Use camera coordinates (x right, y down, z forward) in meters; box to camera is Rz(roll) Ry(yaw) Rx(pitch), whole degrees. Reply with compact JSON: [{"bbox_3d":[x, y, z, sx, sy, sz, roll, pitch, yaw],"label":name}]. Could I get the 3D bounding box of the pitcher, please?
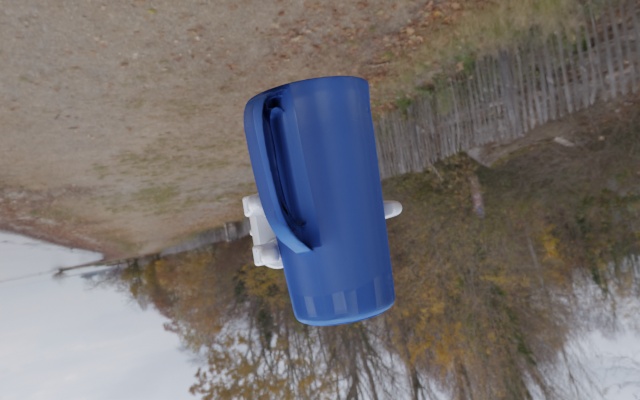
[{"bbox_3d":[0.000,0.002,0.499,0.149,0.243,0.145,-10,-2,-16],"label":"pitcher"}]
